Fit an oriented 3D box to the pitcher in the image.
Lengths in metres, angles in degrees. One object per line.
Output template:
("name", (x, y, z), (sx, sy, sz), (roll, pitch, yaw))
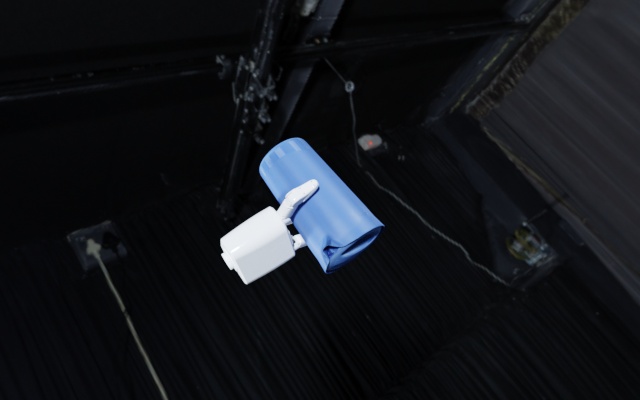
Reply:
("pitcher", (0.000, 0.003, 0.890), (0.145, 0.242, 0.149), (-32, -20, -16))
